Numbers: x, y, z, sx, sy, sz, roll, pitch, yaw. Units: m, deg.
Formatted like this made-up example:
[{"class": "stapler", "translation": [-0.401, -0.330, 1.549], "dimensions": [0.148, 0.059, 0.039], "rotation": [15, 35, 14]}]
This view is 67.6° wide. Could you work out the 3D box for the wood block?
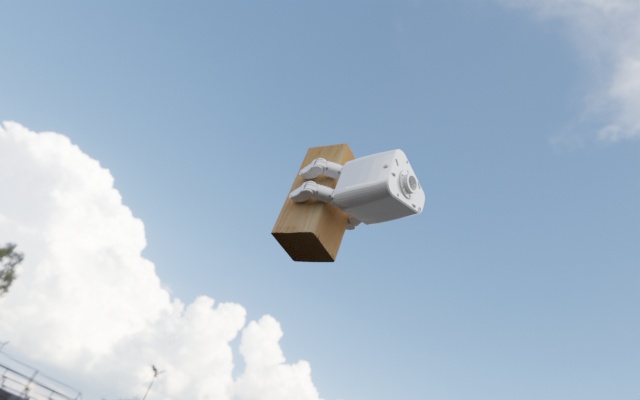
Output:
[{"class": "wood block", "translation": [0.001, 0.003, 0.875], "dimensions": [0.090, 0.206, 0.091], "rotation": [-4, -42, 32]}]
